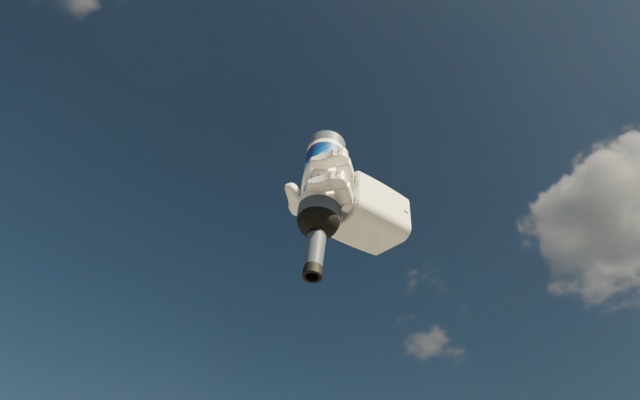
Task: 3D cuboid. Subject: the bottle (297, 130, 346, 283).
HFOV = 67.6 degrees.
[{"bbox_3d":[0.000,0.002,0.743,0.069,0.069,0.295,0,43,6],"label":"bottle"}]
